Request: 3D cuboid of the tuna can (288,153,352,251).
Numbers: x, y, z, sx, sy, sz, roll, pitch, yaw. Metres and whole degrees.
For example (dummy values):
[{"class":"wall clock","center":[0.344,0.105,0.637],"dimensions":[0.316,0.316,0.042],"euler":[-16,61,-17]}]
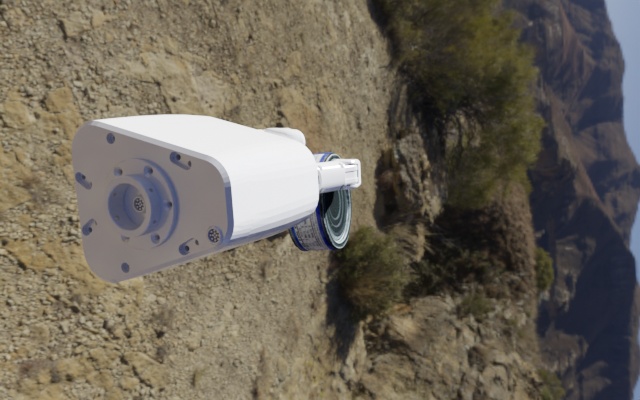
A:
[{"class":"tuna can","center":[0.001,0.001,0.418],"dimensions":[0.034,0.086,0.086],"euler":[-4,-1,20]}]
